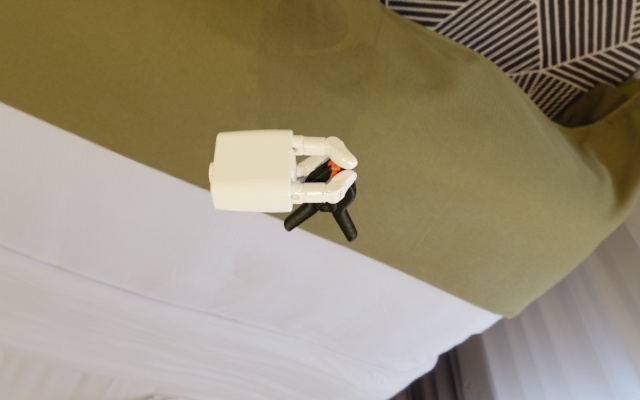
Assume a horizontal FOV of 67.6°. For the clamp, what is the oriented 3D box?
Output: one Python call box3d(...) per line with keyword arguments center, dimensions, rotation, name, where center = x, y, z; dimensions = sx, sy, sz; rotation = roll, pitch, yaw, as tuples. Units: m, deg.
box3d(center=(0.000, 0.003, 0.730), dimensions=(0.120, 0.172, 0.039), rotation=(0, 44, 0), name="clamp")
